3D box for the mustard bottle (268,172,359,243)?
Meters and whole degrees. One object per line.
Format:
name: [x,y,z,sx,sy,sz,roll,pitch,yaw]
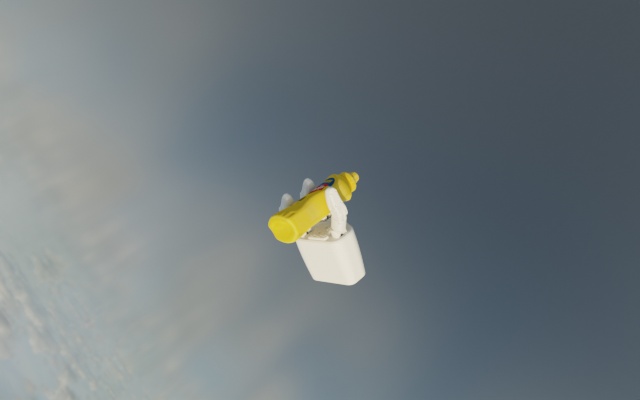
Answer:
mustard bottle: [0.000,0.003,0.870,0.191,0.058,0.096,-36,7,-28]
